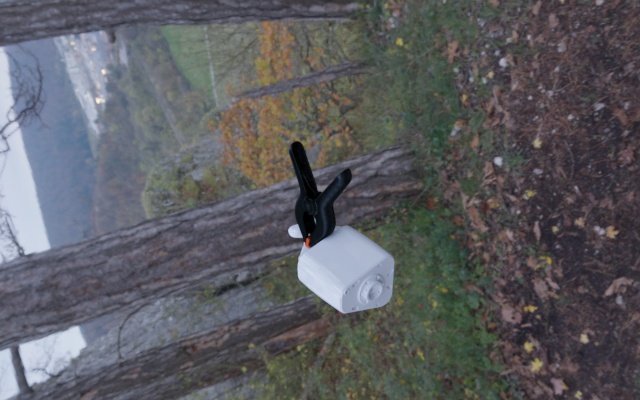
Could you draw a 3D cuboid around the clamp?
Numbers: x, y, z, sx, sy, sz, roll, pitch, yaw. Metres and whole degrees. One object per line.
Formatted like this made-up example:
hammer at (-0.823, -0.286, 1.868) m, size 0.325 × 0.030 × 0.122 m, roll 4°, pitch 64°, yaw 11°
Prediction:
clamp at (0.000, 0.003, 0.728) m, size 0.039 × 0.172 × 0.120 m, roll -24°, pitch 34°, yaw -31°
